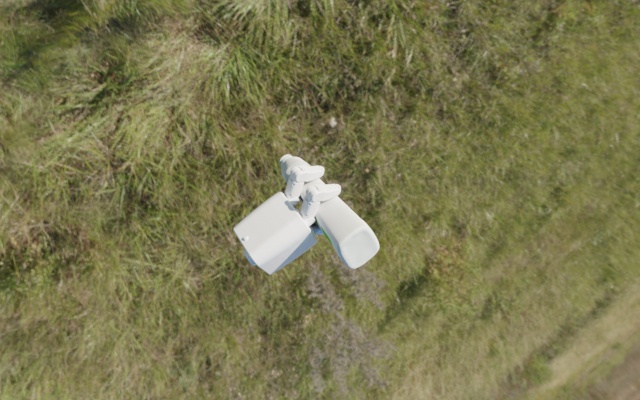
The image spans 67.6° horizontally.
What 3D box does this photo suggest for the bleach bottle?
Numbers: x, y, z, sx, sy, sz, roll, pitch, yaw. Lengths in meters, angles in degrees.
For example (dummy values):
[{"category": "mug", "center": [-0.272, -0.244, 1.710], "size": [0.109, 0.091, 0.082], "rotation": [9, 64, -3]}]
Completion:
[{"category": "bleach bottle", "center": [0.000, 0.003, 0.846], "size": [0.250, 0.068, 0.103], "rotation": [50, -5, 38]}]
